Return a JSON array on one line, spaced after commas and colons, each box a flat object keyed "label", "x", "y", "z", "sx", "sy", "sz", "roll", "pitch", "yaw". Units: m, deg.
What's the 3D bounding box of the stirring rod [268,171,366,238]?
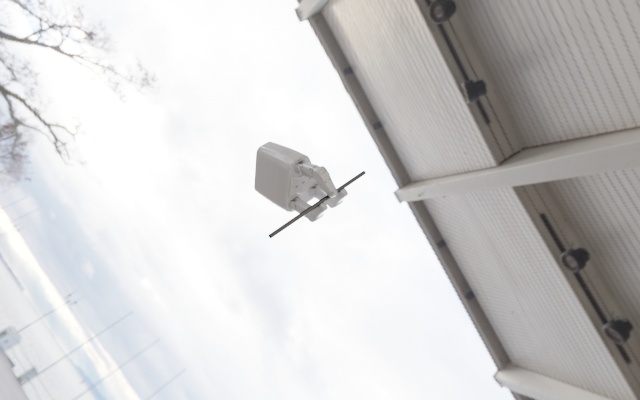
[{"label": "stirring rod", "x": 0.000, "y": 0.003, "z": 0.860, "sx": 0.239, "sy": 0.011, "sz": 0.011, "roll": -34, "pitch": 20, "yaw": -32}]
